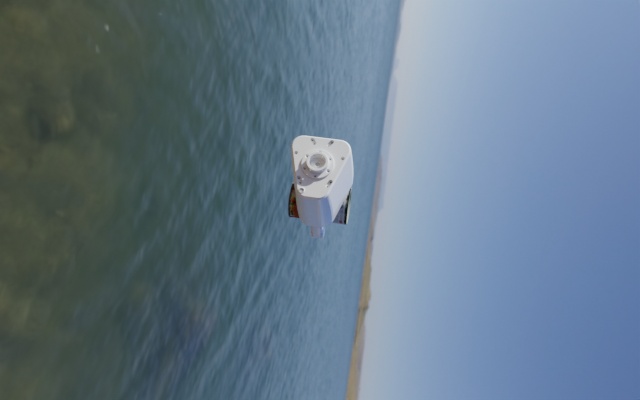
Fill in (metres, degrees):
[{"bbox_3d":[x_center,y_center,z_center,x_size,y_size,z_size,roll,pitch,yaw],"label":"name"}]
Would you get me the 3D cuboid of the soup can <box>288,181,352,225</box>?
[{"bbox_3d":[0.000,0.003,0.836,0.102,0.068,0.068,8,1,6],"label":"soup can"}]
